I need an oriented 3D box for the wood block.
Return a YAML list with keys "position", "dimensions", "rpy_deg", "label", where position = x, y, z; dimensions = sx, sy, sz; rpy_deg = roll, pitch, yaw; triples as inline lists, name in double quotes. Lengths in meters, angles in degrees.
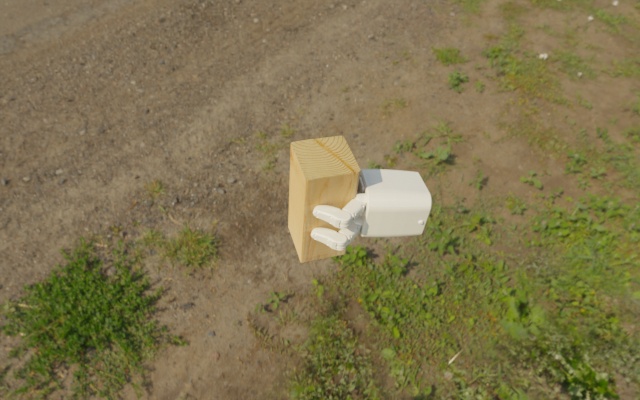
- position: [0.000, 0.002, 0.807]
  dimensions: [0.090, 0.090, 0.206]
  rpy_deg: [-10, -42, -14]
  label: "wood block"
